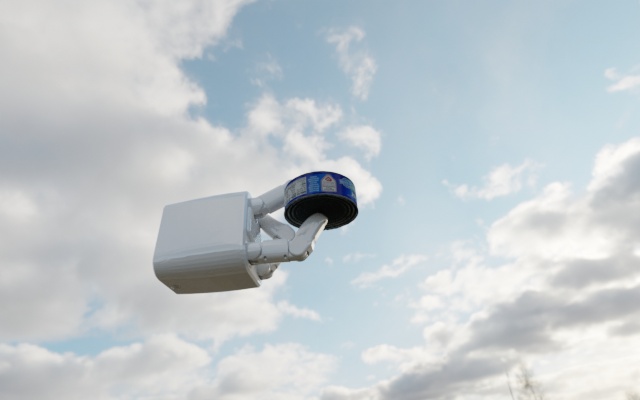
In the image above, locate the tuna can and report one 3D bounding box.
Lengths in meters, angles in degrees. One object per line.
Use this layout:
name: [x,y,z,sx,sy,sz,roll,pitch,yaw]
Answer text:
tuna can: [0.000,0.001,0.555,0.086,0.033,0.086,-2,-30,-1]
